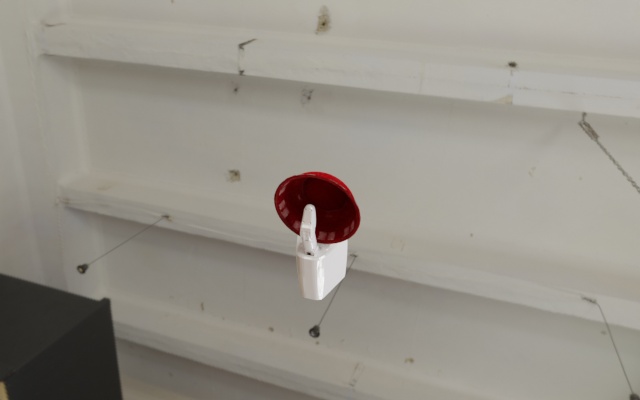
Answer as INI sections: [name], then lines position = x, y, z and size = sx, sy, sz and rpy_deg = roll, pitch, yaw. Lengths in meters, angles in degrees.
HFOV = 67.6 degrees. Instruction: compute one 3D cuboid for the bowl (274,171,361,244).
[bowl]
position = 0.000, 0.002, 0.865
size = 0.162, 0.162, 0.055
rpy_deg = 0, 39, 23
